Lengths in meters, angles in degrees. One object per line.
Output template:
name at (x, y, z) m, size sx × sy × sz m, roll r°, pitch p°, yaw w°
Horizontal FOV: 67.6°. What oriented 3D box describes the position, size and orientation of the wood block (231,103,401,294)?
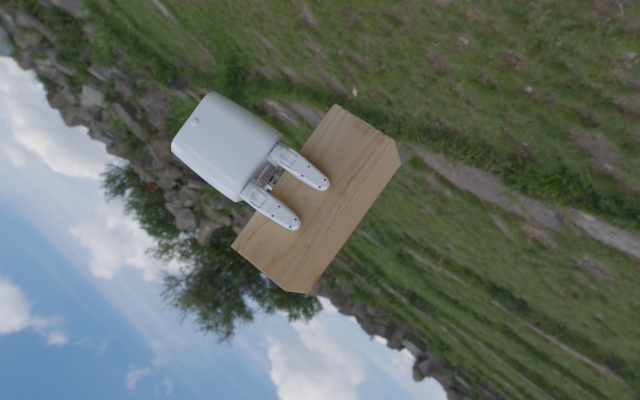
wood block at (0.000, 0.002, 0.581) m, size 0.090 × 0.206 × 0.091 m, roll 35°, pitch -2°, yaw 19°
